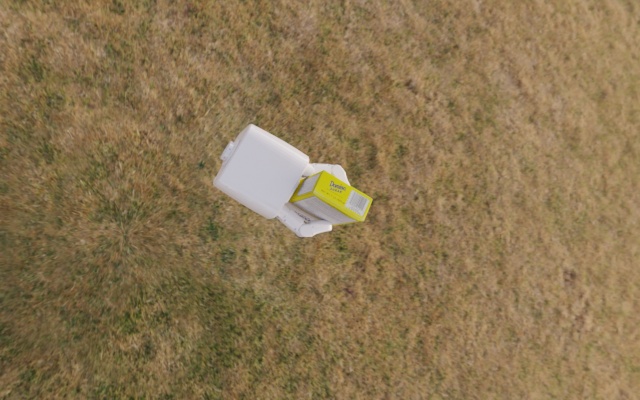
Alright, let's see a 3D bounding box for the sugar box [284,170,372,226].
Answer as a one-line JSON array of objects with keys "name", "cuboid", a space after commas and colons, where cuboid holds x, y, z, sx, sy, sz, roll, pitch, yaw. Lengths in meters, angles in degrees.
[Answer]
[{"name": "sugar box", "cuboid": [0.000, 0.002, 0.774, 0.093, 0.048, 0.176, 31, -14, -18]}]
